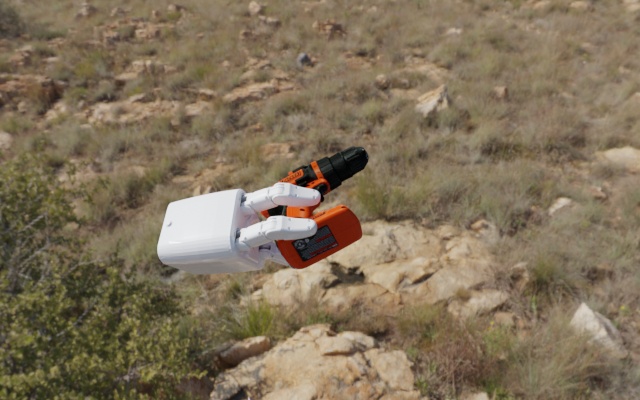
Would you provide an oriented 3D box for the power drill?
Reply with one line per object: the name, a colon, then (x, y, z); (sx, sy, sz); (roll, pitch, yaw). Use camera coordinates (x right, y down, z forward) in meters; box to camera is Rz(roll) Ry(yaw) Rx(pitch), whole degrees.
power drill: (0.000, 0.002, 0.665); (0.184, 0.057, 0.187); (-29, 26, 5)
